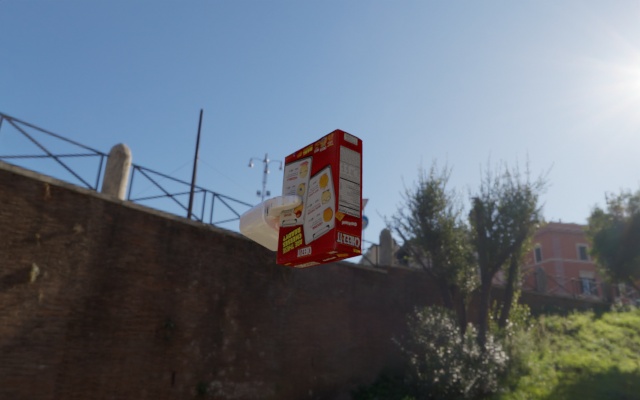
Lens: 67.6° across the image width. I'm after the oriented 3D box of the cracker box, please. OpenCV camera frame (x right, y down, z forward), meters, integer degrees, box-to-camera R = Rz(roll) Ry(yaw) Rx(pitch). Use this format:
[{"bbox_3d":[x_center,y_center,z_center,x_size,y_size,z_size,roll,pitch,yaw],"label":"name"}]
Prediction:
[{"bbox_3d":[0.000,0.003,0.851,0.072,0.213,0.164,16,-24,-35],"label":"cracker box"}]
